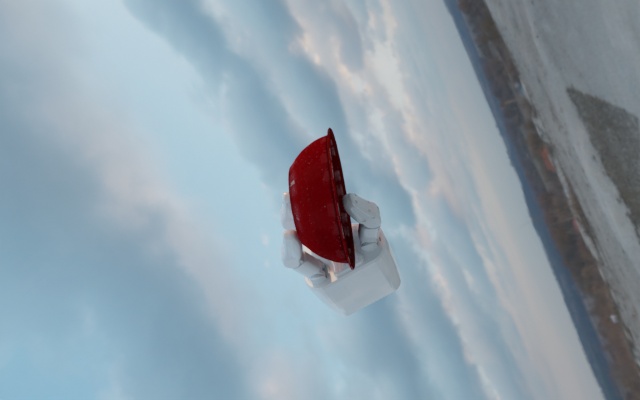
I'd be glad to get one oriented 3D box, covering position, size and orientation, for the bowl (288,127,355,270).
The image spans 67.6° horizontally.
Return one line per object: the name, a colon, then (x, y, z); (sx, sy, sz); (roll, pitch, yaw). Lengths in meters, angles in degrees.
bowl: (-0.001, 0.001, 0.543); (0.055, 0.162, 0.162); (-9, -1, 6)
